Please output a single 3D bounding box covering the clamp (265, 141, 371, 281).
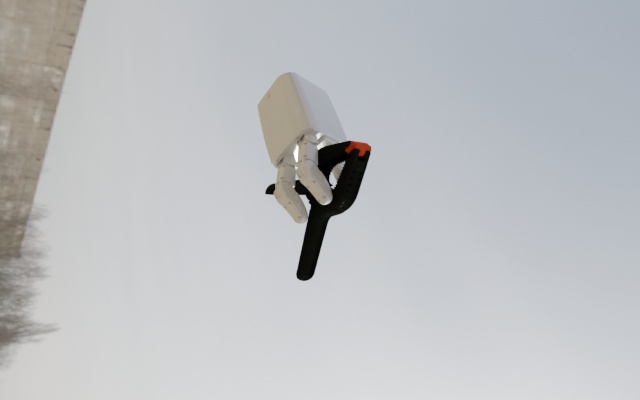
[{"bbox_3d":[0.001,0.002,0.648,0.036,0.164,0.210,1,-31,-40],"label":"clamp"}]
